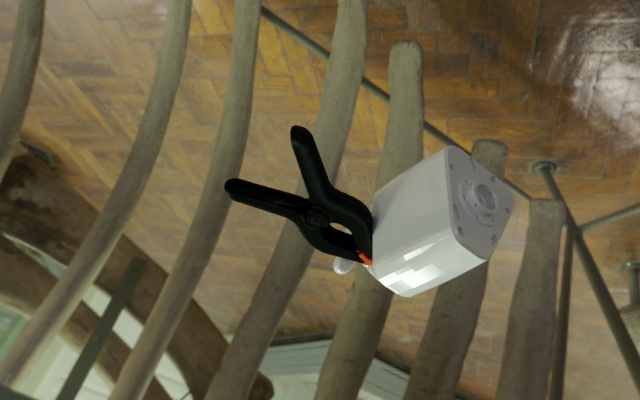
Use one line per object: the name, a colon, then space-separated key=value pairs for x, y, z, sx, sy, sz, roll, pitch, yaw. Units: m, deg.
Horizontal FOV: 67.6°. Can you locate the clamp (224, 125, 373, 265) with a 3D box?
clamp: x=0.000 y=0.002 z=0.475 sx=0.171 sy=0.039 sz=0.120 roll=32 pitch=-41 yaw=-17
